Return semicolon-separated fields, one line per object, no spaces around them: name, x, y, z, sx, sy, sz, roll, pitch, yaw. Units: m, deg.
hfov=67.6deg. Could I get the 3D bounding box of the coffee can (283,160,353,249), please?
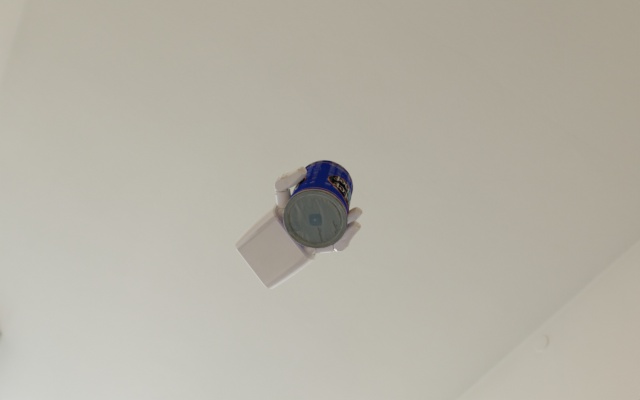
coffee can;0.000;0.003;0.809;0.103;0.103;0.140;0;24;8
